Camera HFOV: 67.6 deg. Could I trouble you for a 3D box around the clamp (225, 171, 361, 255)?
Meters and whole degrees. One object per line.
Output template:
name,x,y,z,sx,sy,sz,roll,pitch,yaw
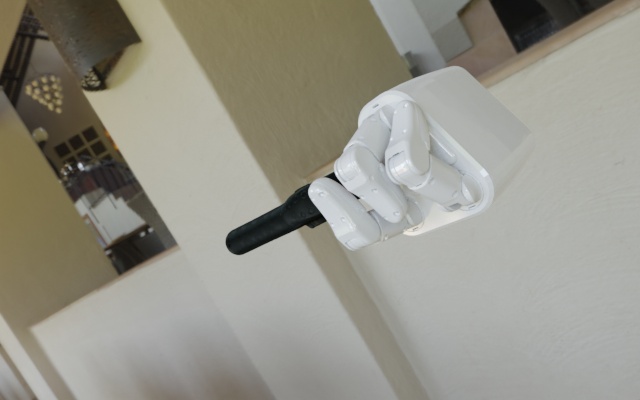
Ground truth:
clamp,0.000,0.001,0.419,0.120,0.039,0.171,-30,4,-42
